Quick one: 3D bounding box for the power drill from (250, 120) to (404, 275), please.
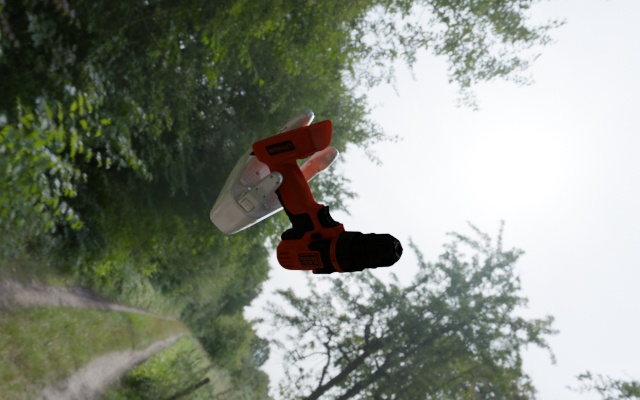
[{"bbox_3d":[0.000,0.001,0.584,0.184,0.188,0.057,-8,13,37],"label":"power drill"}]
